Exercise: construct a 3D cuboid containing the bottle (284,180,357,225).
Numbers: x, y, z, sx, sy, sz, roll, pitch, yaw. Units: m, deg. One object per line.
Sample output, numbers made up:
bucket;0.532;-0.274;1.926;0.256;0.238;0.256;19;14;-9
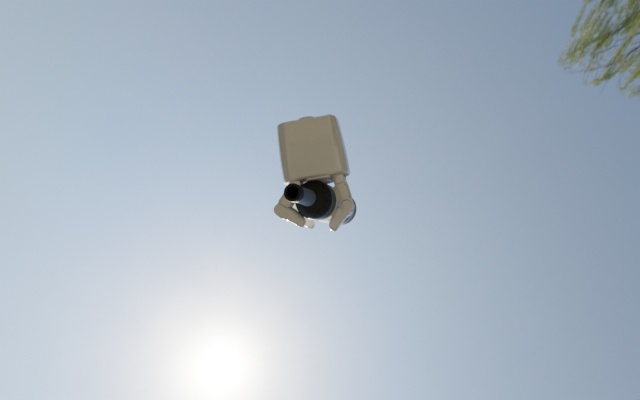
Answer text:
bottle;0.000;0.003;0.835;0.069;0.069;0.296;0;-6;16
